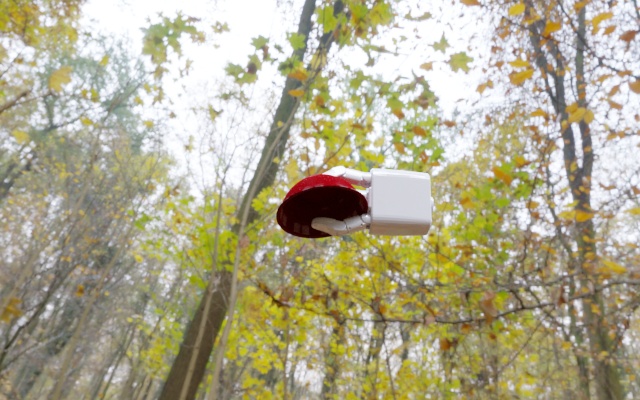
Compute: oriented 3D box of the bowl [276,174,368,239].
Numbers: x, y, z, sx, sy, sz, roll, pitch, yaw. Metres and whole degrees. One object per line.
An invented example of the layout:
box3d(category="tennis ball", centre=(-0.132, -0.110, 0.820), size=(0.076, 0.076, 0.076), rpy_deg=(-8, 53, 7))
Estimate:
box3d(category="bowl", centre=(-0.001, 0.002, 0.840), size=(0.162, 0.055, 0.162), rpy_deg=(-7, -35, -5))
